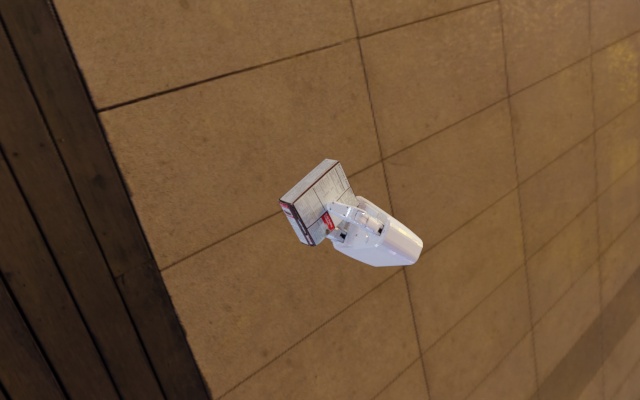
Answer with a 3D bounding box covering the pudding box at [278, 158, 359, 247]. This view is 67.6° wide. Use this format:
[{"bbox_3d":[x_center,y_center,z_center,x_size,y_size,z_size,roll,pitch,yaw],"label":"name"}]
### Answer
[{"bbox_3d":[0.000,0.002,0.739,0.039,0.090,0.113,11,47,48],"label":"pudding box"}]
